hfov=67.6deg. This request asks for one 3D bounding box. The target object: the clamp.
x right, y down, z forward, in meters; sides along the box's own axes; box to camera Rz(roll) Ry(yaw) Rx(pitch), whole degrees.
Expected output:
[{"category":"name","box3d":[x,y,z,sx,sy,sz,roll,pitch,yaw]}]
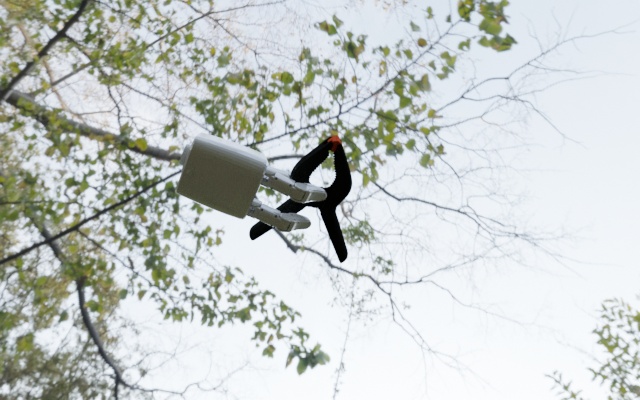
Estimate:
[{"category":"clamp","box3d":[0.000,0.002,0.739,0.164,0.210,0.036,21,24,-13]}]
